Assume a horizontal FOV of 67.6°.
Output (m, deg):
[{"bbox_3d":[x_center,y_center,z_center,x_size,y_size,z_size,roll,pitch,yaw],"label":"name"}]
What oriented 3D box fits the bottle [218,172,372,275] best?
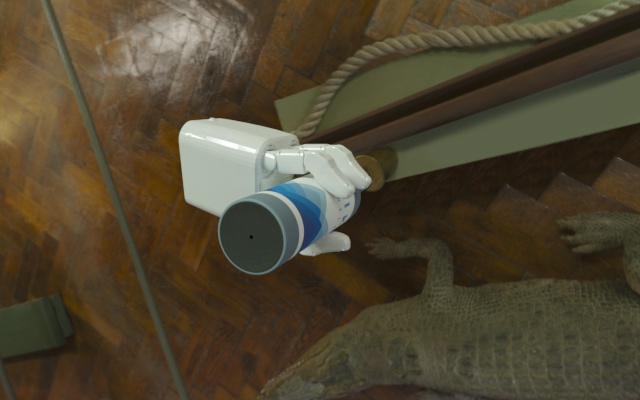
[{"bbox_3d":[0.000,0.002,0.529,0.069,0.069,0.295,0,11,24],"label":"bottle"}]
